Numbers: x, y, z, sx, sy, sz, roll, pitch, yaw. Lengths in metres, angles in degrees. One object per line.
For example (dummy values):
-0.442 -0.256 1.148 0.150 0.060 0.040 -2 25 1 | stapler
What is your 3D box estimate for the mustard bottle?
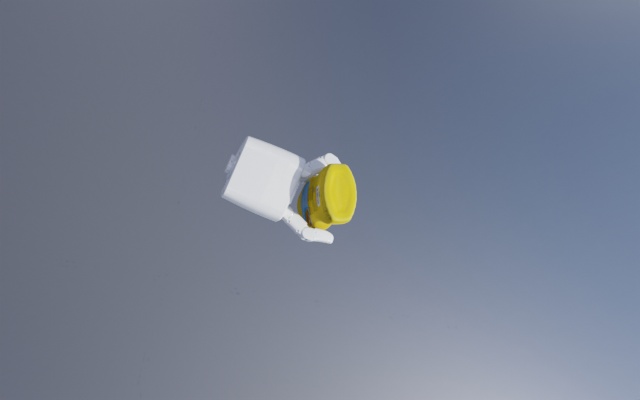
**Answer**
0.001 0.003 0.836 0.058 0.096 0.192 -2 -9 -20 | mustard bottle
